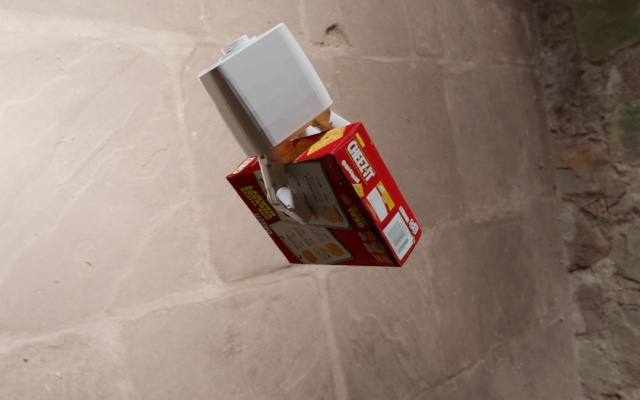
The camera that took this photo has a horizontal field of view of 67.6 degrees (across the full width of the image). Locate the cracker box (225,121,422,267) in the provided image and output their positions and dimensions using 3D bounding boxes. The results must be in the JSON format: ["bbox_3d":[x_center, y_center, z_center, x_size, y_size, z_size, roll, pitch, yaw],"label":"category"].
[{"bbox_3d":[0.000,0.002,0.608,0.214,0.164,0.072,-7,34,49],"label":"cracker box"}]
